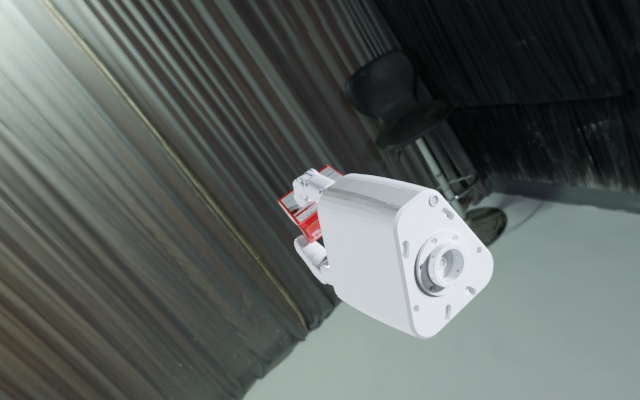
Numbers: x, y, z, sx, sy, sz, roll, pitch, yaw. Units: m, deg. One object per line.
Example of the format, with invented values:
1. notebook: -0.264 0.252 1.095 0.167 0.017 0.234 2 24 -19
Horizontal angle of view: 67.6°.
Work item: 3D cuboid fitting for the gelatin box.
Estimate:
1. gelatin box: 0.000 0.001 0.525 0.073 0.030 0.089 -36 26 -6
